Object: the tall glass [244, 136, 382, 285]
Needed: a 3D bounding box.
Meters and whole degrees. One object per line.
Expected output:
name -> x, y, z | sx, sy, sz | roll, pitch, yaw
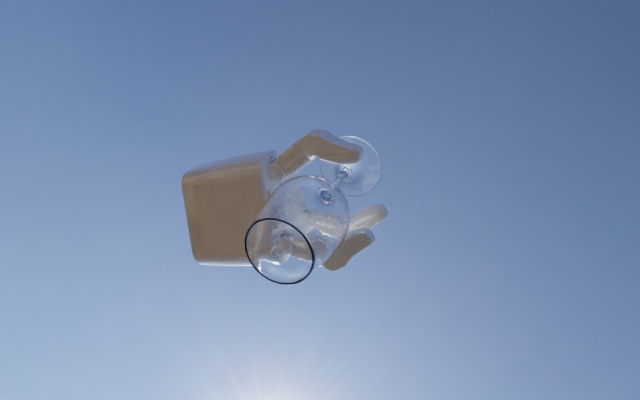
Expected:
tall glass -> 0.000, 0.001, 0.465 | 0.079, 0.079, 0.201 | 0, 24, 22
